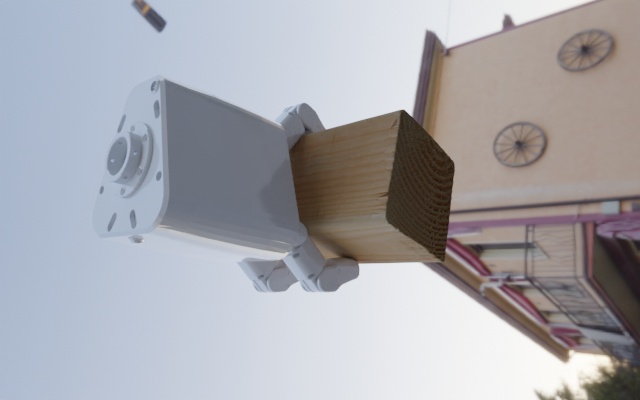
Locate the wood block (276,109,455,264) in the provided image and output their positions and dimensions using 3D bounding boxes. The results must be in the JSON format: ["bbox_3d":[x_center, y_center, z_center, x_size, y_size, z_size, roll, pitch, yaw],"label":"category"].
[{"bbox_3d":[0.000,0.001,0.419,0.206,0.090,0.090,-7,-29,40],"label":"wood block"}]
